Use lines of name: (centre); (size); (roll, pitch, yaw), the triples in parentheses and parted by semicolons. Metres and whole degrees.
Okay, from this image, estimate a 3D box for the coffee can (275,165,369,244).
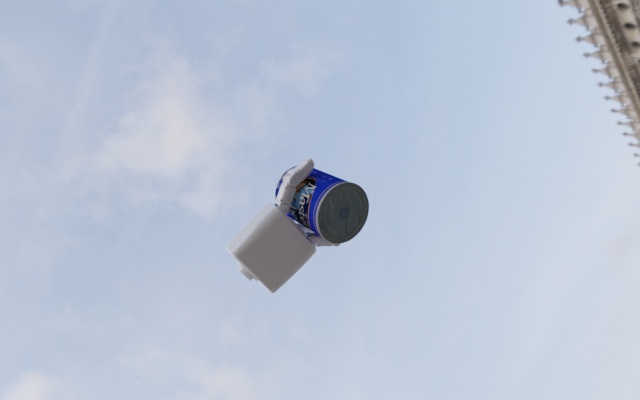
coffee can: (0.000, 0.003, 0.819); (0.103, 0.103, 0.140); (0, 15, -35)
